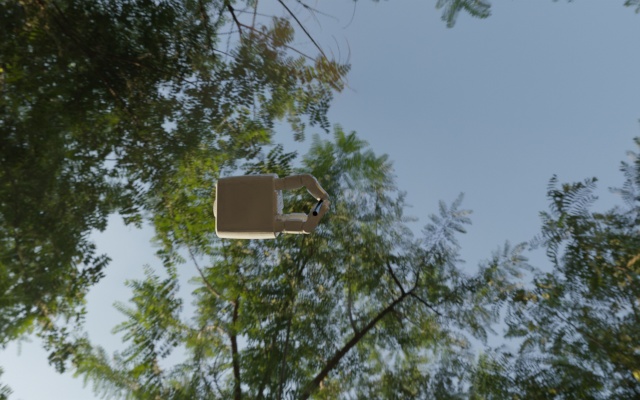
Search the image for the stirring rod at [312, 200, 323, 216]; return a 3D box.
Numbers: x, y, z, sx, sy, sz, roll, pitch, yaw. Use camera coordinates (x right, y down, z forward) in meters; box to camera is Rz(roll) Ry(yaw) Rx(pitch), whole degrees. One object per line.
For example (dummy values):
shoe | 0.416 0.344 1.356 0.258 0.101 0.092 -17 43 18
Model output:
stirring rod | 0.000 0.003 0.840 0.011 0.011 0.239 0 8 4
